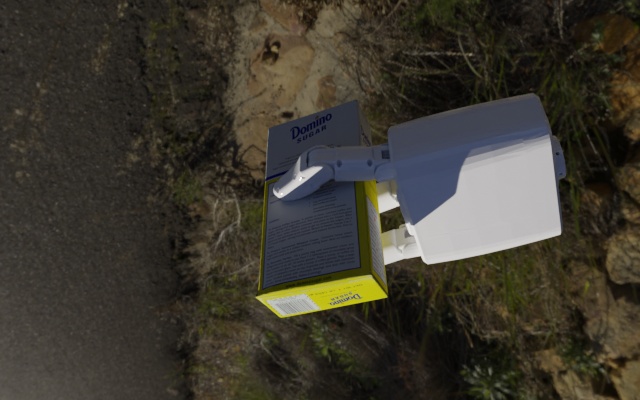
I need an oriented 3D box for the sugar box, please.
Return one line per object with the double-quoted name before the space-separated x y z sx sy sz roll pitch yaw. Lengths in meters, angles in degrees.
"sugar box" 0.000 0.002 0.401 0.093 0.176 0.048 -14 -41 19
